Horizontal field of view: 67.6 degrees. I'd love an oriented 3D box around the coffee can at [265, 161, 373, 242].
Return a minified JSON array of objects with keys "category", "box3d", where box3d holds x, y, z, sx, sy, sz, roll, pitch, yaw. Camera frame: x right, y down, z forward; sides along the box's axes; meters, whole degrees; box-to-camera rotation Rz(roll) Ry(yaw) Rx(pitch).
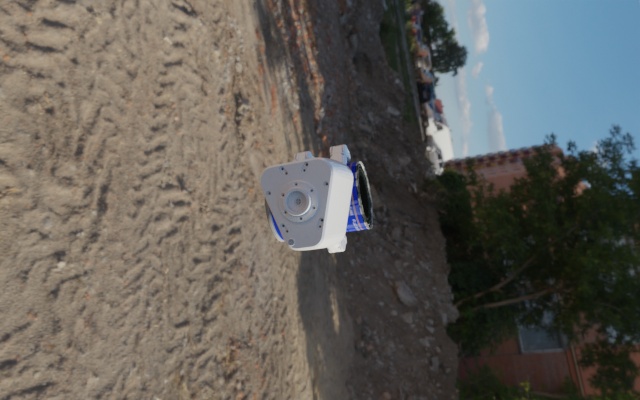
[{"category":"coffee can","box3d":[0.000,0.002,0.720,0.140,0.103,0.103,-9,-2,14]}]
